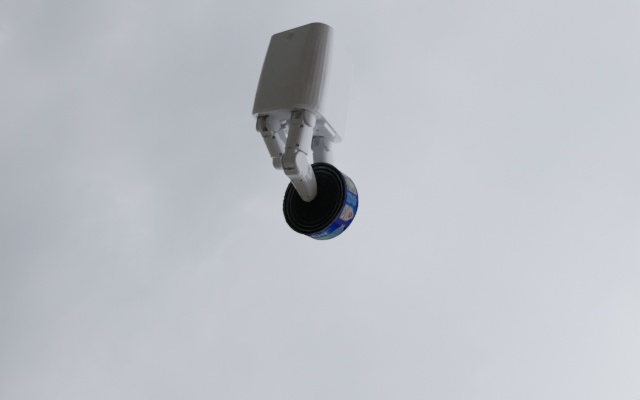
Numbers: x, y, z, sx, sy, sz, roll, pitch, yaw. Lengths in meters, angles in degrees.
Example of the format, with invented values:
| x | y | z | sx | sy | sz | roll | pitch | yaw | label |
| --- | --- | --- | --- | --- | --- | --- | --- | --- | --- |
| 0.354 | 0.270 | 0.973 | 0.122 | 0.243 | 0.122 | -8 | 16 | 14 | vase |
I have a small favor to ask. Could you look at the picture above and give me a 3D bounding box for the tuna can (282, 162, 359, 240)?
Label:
| x | y | z | sx | sy | sz | roll | pitch | yaw | label |
| --- | --- | --- | --- | --- | --- | --- | --- | --- | --- |
| 0.000 | 0.002 | 0.547 | 0.086 | 0.086 | 0.034 | 0 | -18 | 36 | tuna can |
